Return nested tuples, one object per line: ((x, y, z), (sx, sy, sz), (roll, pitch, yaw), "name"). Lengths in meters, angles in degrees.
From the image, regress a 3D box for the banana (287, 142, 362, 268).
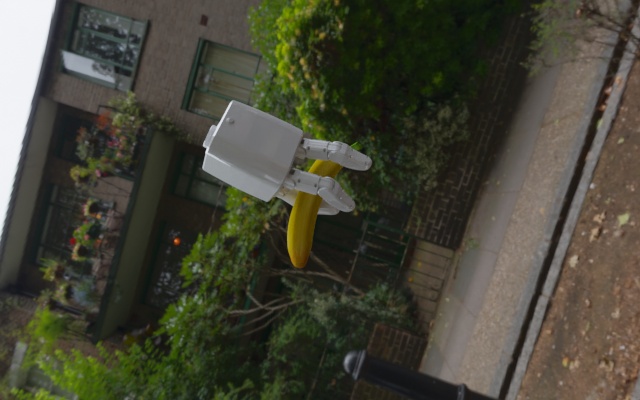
((-0.008, 0.000, 0.669), (0.037, 0.197, 0.069), (33, -17, -27), "banana")
